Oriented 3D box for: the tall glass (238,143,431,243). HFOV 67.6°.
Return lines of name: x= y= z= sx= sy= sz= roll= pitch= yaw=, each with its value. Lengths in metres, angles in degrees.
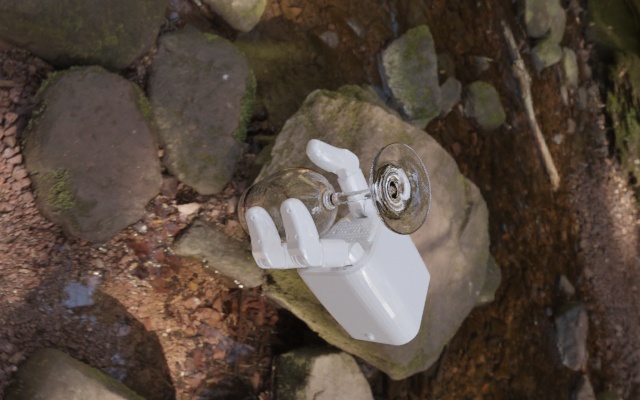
tall glass: x=0.000 y=0.001 z=0.452 sx=0.079 sy=0.079 sz=0.201 roll=0 pitch=-6 yaw=-41
